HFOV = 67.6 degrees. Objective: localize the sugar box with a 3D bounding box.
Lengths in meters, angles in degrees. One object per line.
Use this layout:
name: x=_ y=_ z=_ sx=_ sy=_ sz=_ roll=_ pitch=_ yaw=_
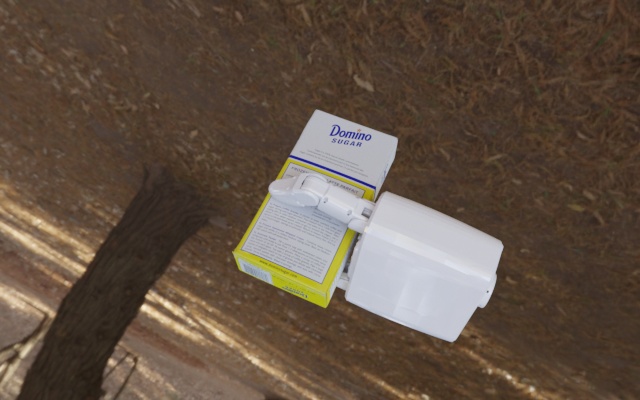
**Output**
sugar box: x=0.000 y=0.002 z=0.458 sx=0.093 sy=0.176 sz=0.048 roll=22 pitch=-28 yaw=12
